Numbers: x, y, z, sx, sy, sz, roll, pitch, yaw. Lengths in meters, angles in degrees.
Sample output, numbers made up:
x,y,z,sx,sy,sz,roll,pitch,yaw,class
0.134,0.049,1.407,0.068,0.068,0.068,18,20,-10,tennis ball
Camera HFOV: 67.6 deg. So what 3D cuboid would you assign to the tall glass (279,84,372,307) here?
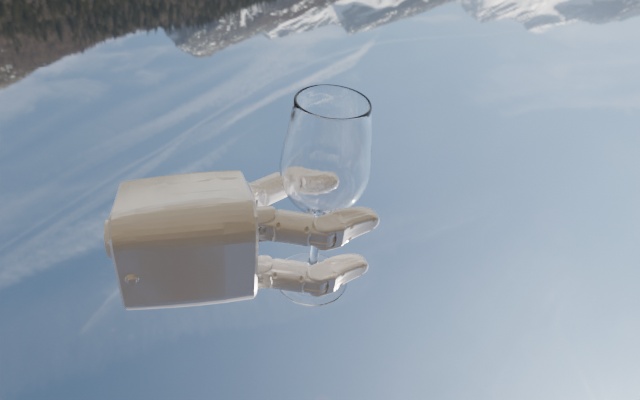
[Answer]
x,y,z,sx,sy,sz,roll,pitch,yaw,class
0.000,0.002,0.432,0.079,0.201,0.079,5,37,-4,tall glass
